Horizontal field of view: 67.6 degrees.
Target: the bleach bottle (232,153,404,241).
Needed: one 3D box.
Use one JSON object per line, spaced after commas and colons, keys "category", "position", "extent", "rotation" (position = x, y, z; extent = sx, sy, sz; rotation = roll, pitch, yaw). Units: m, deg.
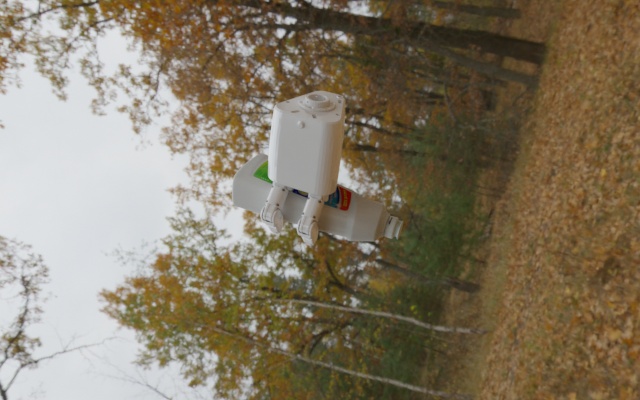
{"category": "bleach bottle", "position": [0.000, 0.002, 0.709], "extent": [0.251, 0.068, 0.102], "rotation": [17, 33, 15]}
